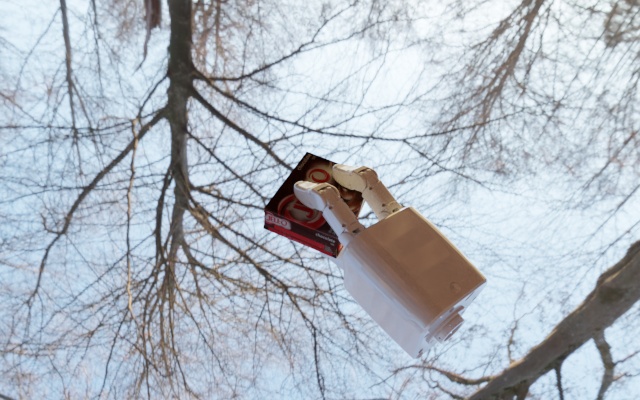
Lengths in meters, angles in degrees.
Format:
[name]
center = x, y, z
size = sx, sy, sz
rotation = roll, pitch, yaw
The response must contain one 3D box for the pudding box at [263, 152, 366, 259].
[pudding box]
center = 0.000, 0.002, 0.537
size = 0.090, 0.039, 0.113
rotation = 22, 44, 11
